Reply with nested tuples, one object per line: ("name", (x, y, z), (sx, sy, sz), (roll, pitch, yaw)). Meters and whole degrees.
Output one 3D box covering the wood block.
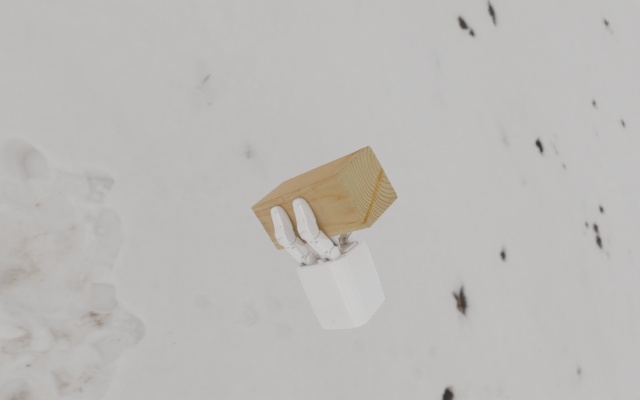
("wood block", (0.001, 0.003, 0.733), (0.206, 0.090, 0.090), (-19, 17, 46))
